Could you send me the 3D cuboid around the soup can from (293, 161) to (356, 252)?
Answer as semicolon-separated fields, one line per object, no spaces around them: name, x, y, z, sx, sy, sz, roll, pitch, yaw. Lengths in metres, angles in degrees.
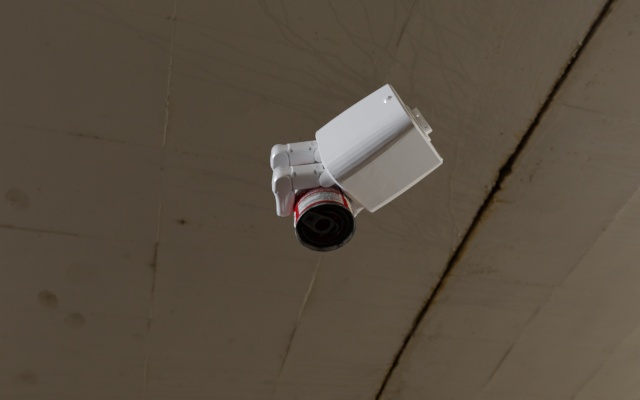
soup can;0.000;0.002;0.566;0.068;0.068;0.102;0;35;-8
